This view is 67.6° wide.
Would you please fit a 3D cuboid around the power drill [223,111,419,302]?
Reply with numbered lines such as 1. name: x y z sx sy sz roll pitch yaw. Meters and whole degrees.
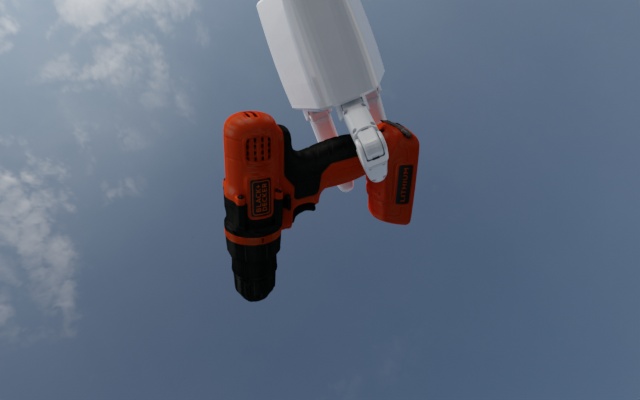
1. power drill: 0.000 0.001 0.456 0.187 0.184 0.057 -11 30 -25
